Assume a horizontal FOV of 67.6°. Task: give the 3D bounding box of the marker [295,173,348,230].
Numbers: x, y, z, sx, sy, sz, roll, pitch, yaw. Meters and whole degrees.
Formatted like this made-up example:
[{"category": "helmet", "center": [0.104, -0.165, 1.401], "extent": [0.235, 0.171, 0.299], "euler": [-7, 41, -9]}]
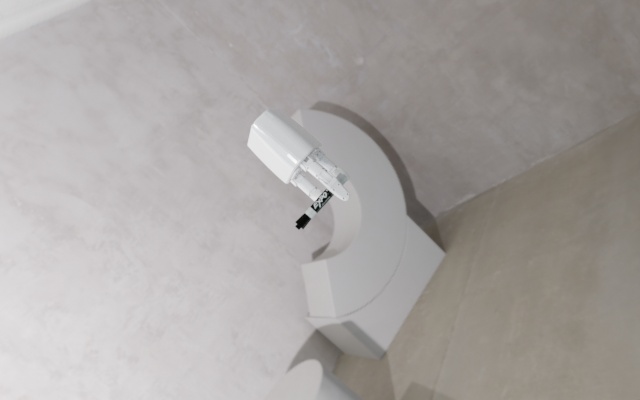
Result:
[{"category": "marker", "center": [0.000, 0.003, 0.821], "extent": [0.020, 0.121, 0.020], "euler": [42, -4, 4]}]
